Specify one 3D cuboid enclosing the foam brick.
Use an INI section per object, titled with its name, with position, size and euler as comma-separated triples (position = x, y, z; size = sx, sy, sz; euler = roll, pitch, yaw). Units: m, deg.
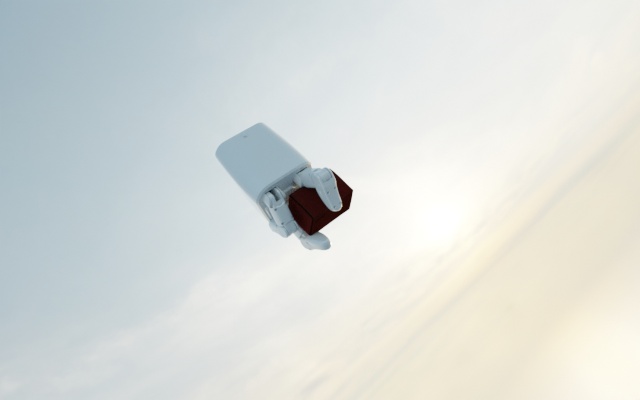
[foam brick]
position = 0.000, 0.002, 0.677
size = 0.078, 0.051, 0.053
euler = -34, -24, -25
